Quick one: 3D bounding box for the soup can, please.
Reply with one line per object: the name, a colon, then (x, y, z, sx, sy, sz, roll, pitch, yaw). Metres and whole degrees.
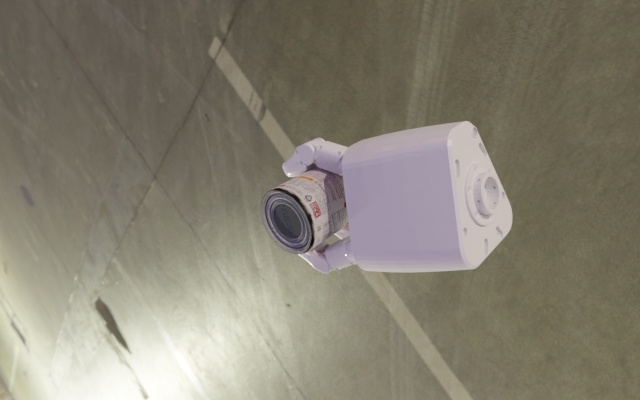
soup can: (-0.001, 0.002, 0.470, 0.068, 0.068, 0.102, 0, 22, 44)
